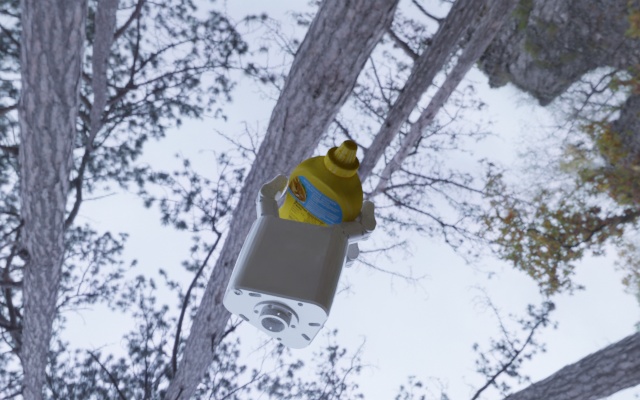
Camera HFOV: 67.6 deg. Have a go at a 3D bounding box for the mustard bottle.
[{"bbox_3d":[0.000,0.002,0.595,0.096,0.192,0.058,39,42,14],"label":"mustard bottle"}]
